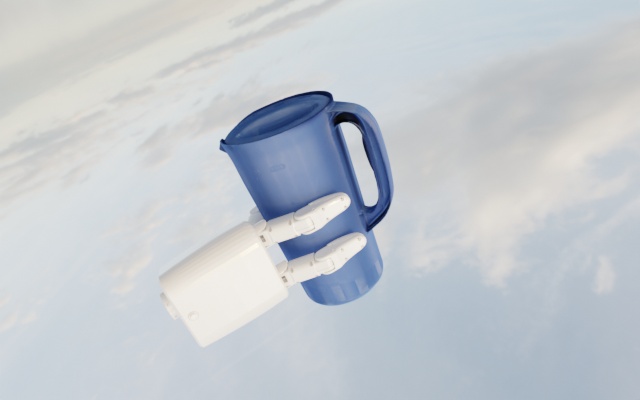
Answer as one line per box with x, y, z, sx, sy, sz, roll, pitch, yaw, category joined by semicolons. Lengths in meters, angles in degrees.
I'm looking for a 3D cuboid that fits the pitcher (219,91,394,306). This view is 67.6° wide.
0.000;0.002;0.563;0.145;0.243;0.149;-31;27;-16;pitcher
